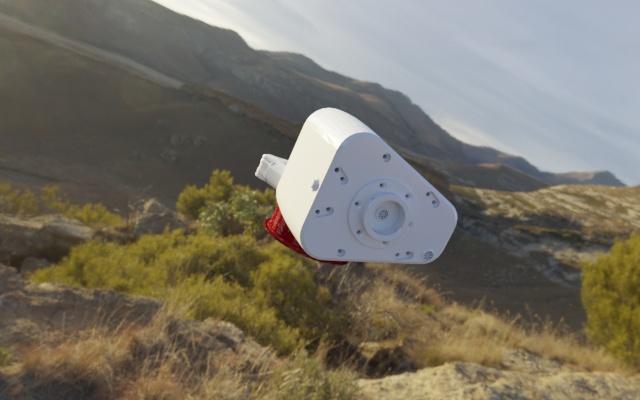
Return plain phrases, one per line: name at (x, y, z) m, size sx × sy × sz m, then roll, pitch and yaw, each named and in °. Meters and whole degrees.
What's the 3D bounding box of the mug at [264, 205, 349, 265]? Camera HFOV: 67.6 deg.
mug at (0.000, 0.001, 0.481) m, size 0.093 × 0.081 × 0.117 m, roll 21°, pitch 12°, yaw -19°
